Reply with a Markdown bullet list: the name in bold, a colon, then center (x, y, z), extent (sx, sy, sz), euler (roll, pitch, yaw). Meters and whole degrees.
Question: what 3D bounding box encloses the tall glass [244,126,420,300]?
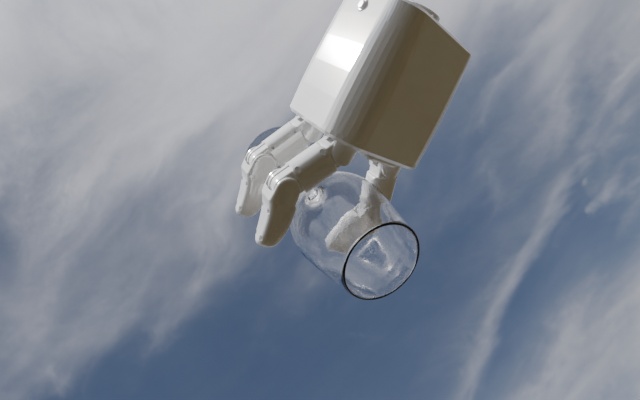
- **tall glass**: center (0.000, 0.001, 0.404), extent (0.079, 0.079, 0.201), euler (0, 25, -28)
